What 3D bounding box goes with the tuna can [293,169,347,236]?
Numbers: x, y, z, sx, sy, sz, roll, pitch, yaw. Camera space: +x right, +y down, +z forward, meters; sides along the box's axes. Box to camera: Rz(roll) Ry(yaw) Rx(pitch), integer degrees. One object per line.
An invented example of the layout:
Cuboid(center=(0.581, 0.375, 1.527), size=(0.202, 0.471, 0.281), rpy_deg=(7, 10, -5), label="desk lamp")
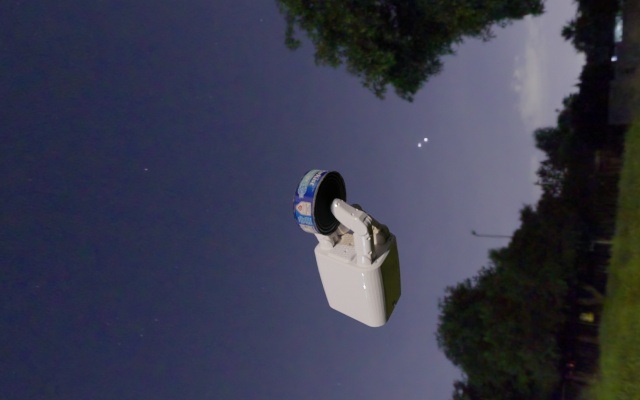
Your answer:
Cuboid(center=(0.000, 0.002, 0.630), size=(0.034, 0.086, 0.086), rpy_deg=(8, 4, 30), label="tuna can")
